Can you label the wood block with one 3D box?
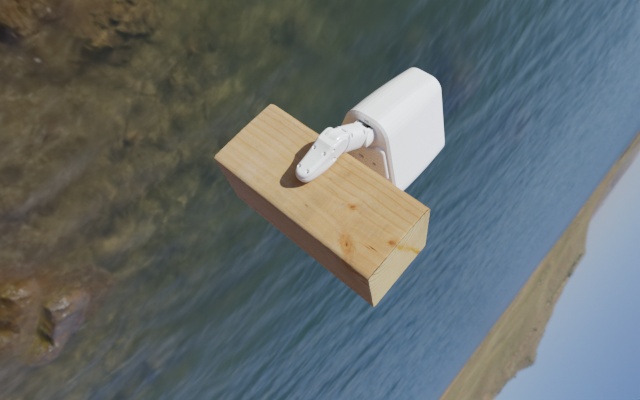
[{"bbox_3d":[0.000,0.001,0.496,0.206,0.090,0.091,36,-17,24],"label":"wood block"}]
